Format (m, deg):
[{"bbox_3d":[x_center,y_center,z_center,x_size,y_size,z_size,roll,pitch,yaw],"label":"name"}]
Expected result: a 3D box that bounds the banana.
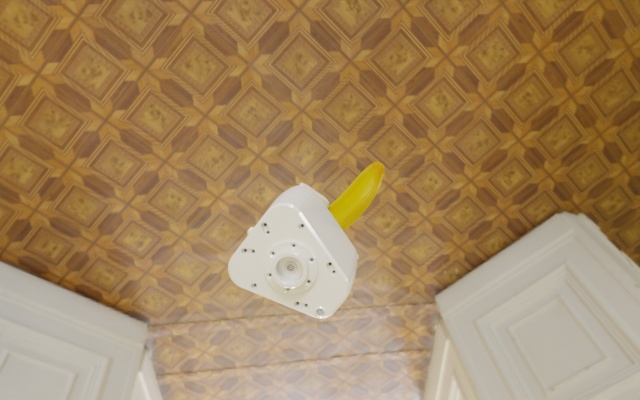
[{"bbox_3d":[0.004,0.019,0.624,0.198,0.069,0.037,-27,-22,9],"label":"banana"}]
